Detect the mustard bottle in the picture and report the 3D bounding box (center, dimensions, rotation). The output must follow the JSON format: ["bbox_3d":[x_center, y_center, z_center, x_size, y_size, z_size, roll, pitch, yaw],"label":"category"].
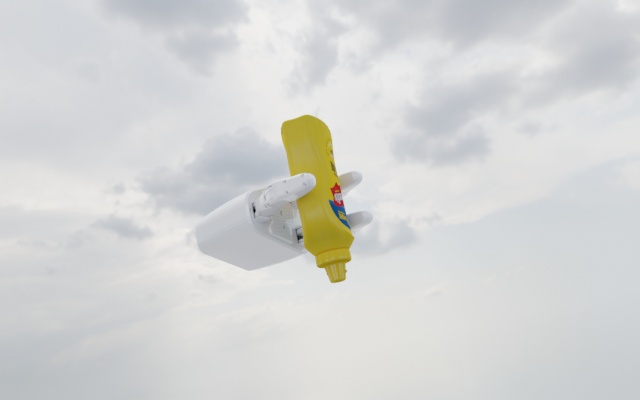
[{"bbox_3d":[0.000,0.001,0.563,0.058,0.191,0.096,-15,-18,10],"label":"mustard bottle"}]
